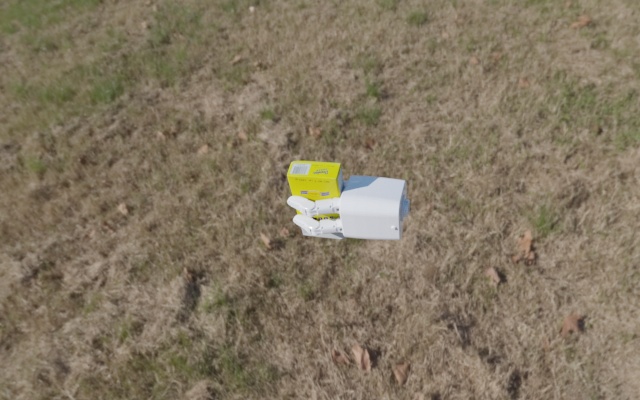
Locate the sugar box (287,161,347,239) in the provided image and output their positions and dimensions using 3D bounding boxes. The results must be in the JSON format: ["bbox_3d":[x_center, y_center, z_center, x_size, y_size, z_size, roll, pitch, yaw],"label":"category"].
[{"bbox_3d":[0.000,0.003,0.899,0.093,0.048,0.176,5,-42,15],"label":"sugar box"}]
